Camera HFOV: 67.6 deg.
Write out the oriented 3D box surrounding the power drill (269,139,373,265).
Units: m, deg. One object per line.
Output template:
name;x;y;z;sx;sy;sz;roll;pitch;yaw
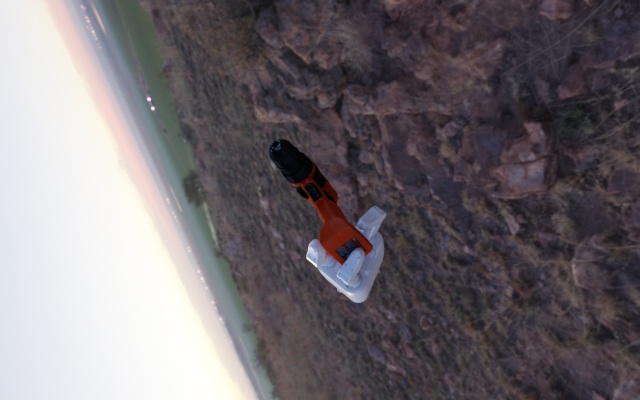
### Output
power drill;0.000;0.003;0.747;0.057;0.187;0.184;-37;-41;9
